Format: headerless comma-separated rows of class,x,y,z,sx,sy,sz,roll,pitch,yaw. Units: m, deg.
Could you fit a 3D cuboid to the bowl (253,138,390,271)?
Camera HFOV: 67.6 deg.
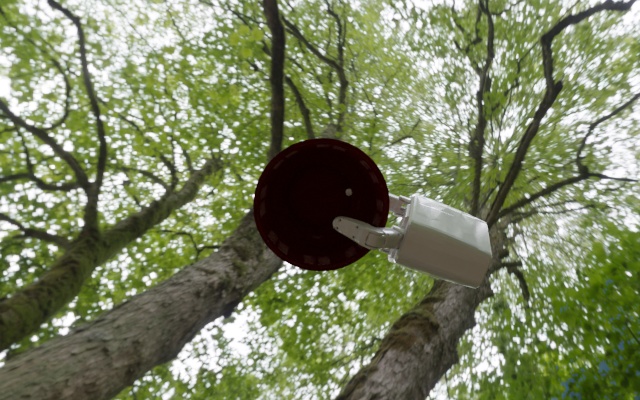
bowl,-0.001,0.001,0.585,0.162,0.162,0.055,0,13,-4
